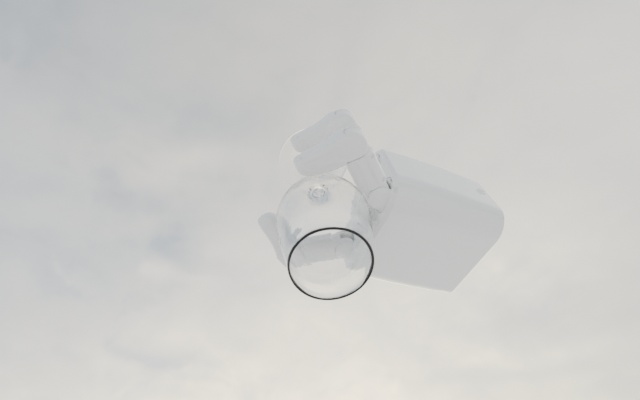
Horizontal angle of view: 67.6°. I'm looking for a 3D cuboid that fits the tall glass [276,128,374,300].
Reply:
[{"bbox_3d":[0.000,0.001,0.423,0.079,0.079,0.201,0,26,-4],"label":"tall glass"}]
